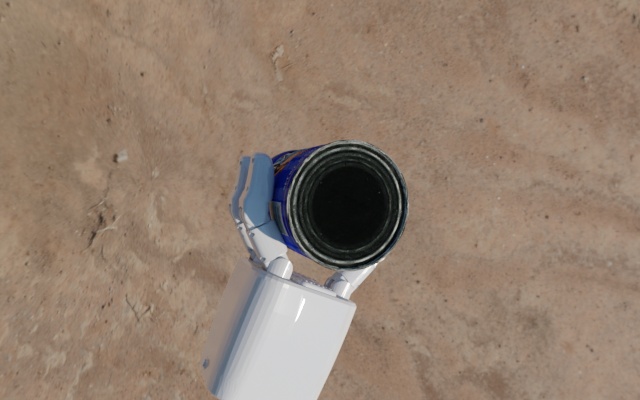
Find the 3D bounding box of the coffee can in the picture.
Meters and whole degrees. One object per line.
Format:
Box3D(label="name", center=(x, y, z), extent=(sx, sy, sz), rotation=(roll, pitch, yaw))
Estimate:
Box3D(label="coffee can", center=(0.000, 0.001, 0.432), extent=(0.103, 0.103, 0.140), rotation=(0, 2, -19))
